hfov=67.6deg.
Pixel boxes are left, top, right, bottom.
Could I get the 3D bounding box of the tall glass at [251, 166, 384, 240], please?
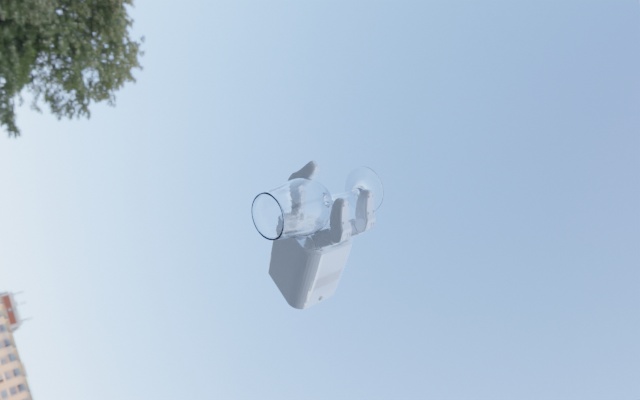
[{"bbox_3d":[0.001,0.002,0.668,0.079,0.079,0.201,0,10,43],"label":"tall glass"}]
